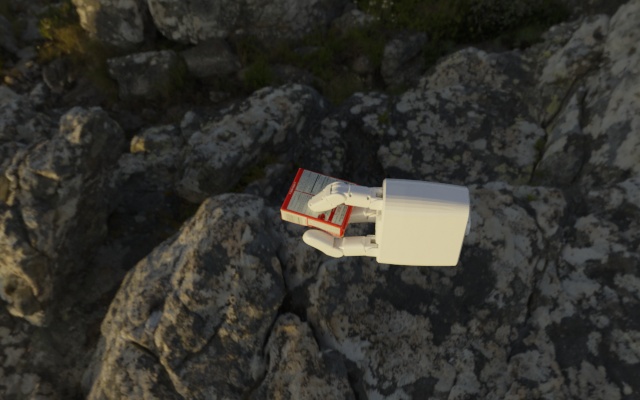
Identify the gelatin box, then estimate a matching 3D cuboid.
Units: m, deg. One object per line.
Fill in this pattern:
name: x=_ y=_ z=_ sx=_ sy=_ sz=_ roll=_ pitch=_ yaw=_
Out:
gelatin box: x=0.000 y=0.002 z=0.649 sx=0.089 sy=0.073 sz=0.030 roll=16 pitch=-30 yaw=10
